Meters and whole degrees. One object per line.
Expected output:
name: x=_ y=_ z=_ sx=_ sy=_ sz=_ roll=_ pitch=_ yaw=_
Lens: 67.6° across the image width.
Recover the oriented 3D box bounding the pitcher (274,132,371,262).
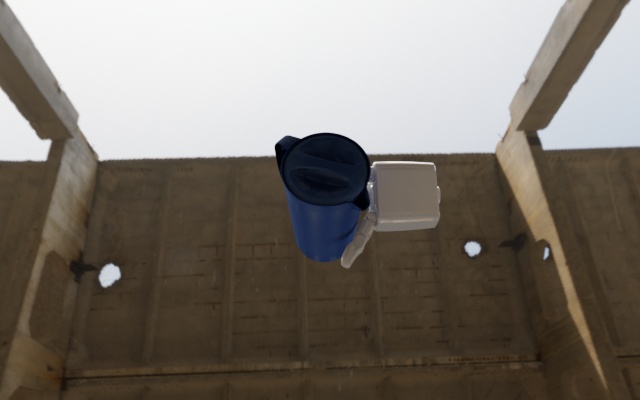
pitcher: x=0.000 y=0.003 z=0.804 sx=0.145 sy=0.149 sz=0.243 roll=-2 pitch=-30 yaw=-2
